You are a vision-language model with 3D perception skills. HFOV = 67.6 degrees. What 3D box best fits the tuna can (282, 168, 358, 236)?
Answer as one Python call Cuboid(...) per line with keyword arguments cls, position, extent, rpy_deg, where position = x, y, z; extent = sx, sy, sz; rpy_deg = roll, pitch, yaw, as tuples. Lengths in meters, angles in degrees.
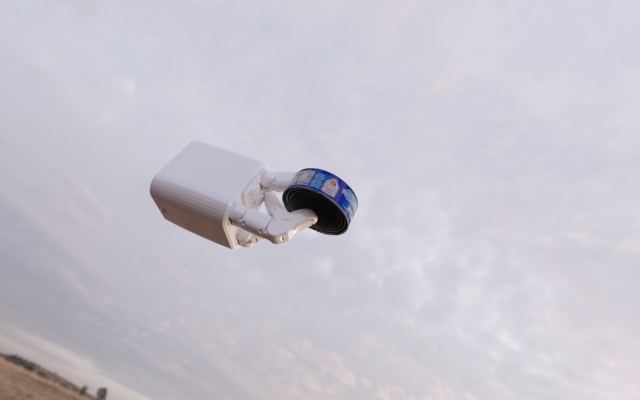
Cuboid(cls="tuna can", position=(0.000, 0.001, 0.558), extent=(0.086, 0.033, 0.086), rpy_deg=(22, -31, 14))
